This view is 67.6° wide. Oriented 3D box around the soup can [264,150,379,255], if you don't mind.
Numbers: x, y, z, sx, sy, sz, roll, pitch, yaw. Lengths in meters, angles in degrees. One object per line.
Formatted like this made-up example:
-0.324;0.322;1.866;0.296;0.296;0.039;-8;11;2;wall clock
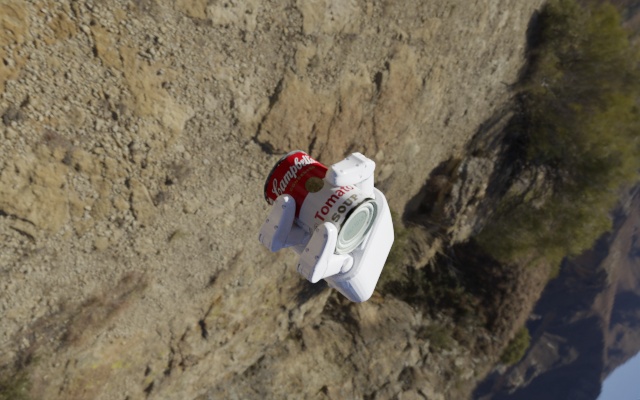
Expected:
0.000;0.001;0.493;0.102;0.068;0.068;35;18;28;soup can
